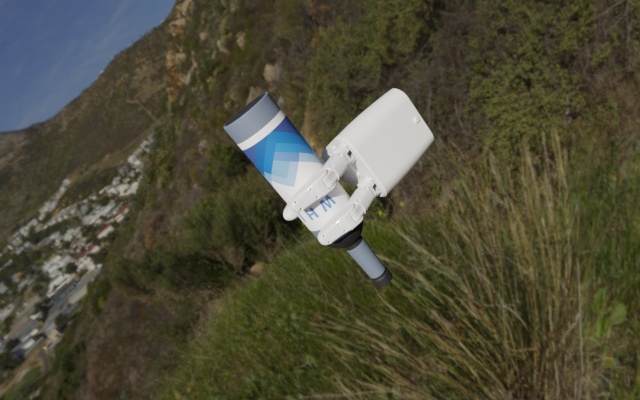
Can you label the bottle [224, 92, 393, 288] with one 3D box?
[{"bbox_3d":[0.000,0.002,0.604,0.069,0.296,0.069,-34,20,14],"label":"bottle"}]
